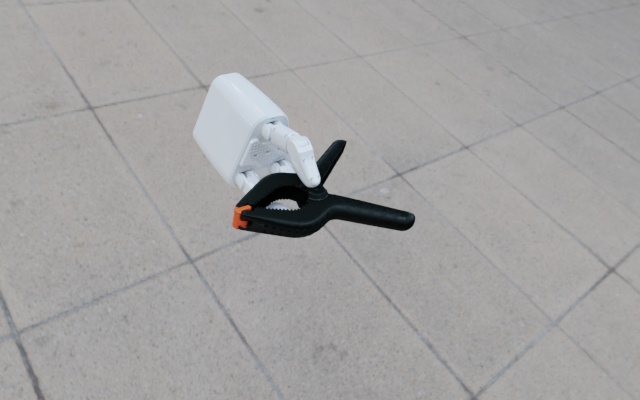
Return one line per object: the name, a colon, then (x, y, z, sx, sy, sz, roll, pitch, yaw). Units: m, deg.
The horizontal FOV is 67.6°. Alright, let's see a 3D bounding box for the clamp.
clamp: (0.000, 0.001, 0.561, 0.210, 0.036, 0.164, -22, 53, -35)
